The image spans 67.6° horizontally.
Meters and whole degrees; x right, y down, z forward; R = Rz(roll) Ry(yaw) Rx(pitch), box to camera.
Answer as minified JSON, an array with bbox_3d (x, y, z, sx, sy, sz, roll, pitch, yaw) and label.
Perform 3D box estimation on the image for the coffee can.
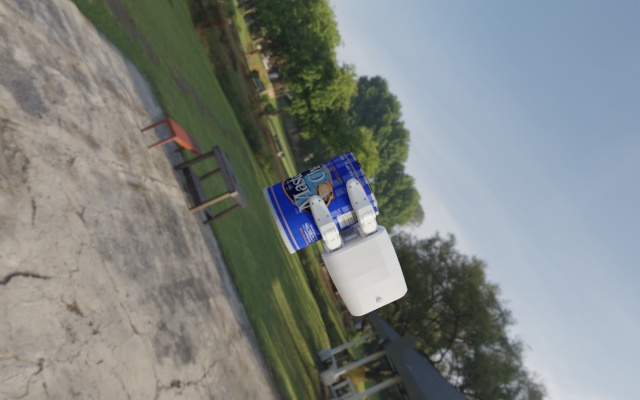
[{"bbox_3d":[0.000,0.002,0.697,0.140,0.103,0.103,-24,1,-2],"label":"coffee can"}]
